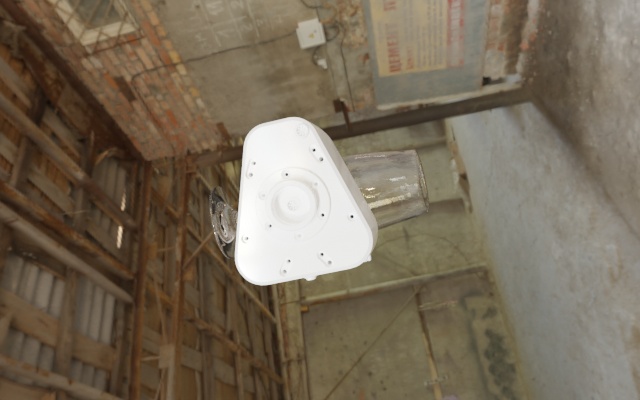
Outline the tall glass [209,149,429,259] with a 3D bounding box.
[{"bbox_3d":[-0.001,0.002,0.467,0.201,0.079,0.079,-12,-1,6],"label":"tall glass"}]
